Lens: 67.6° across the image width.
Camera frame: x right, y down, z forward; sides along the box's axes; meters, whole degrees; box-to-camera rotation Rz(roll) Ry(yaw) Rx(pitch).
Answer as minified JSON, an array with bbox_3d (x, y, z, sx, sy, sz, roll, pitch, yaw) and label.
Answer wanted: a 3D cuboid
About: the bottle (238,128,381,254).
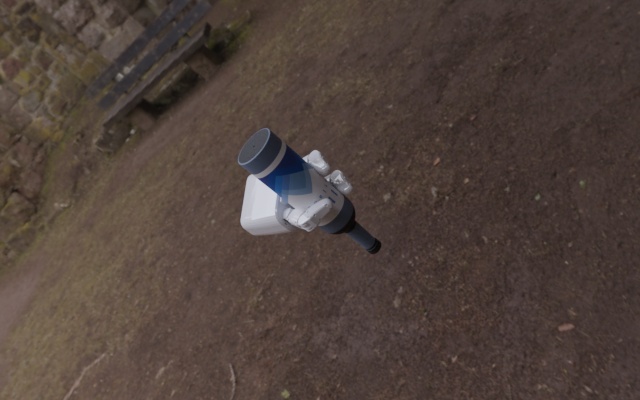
[{"bbox_3d":[0.000,0.002,0.762,0.296,0.069,0.069,40,-24,-31],"label":"bottle"}]
